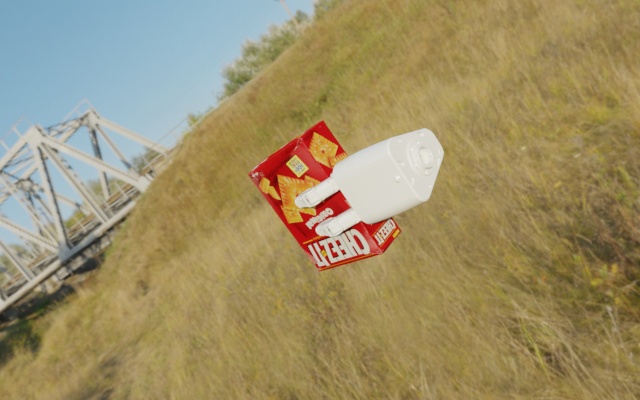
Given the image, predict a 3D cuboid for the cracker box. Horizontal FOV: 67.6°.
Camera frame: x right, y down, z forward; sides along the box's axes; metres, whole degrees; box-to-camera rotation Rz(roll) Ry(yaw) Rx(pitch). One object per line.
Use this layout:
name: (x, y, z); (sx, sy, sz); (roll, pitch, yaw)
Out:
cracker box: (0.000, 0.002, 0.767); (0.164, 0.214, 0.072); (-25, 14, 49)
